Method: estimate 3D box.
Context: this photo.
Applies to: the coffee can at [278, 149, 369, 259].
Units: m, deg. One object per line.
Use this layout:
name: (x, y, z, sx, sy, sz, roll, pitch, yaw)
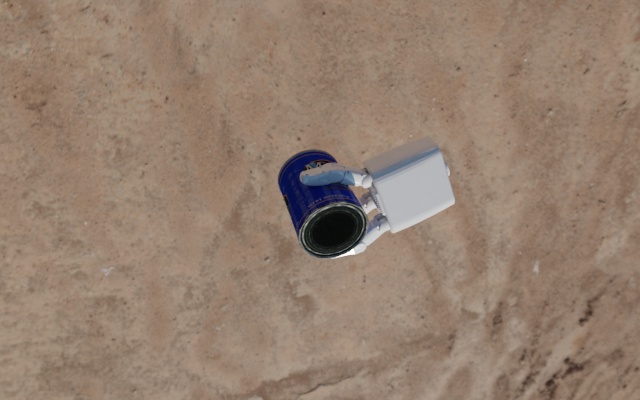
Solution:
coffee can: (0.000, 0.002, 0.715, 0.103, 0.103, 0.140, 0, 36, -20)
